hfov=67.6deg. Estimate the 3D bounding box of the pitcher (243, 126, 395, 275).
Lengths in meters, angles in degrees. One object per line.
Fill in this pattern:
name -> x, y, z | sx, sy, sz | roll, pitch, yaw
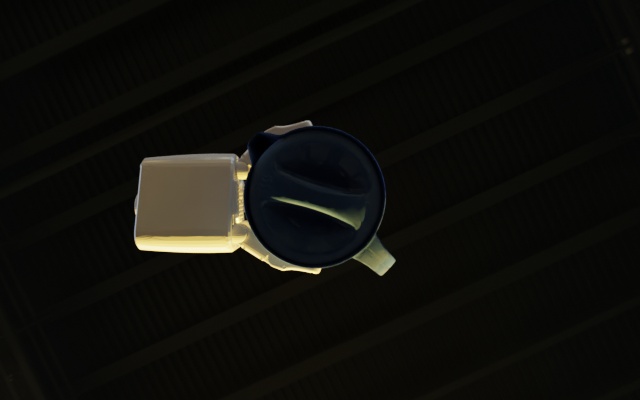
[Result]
pitcher -> 0.000, 0.002, 0.558 | 0.145, 0.149, 0.243 | -3, 2, -1
